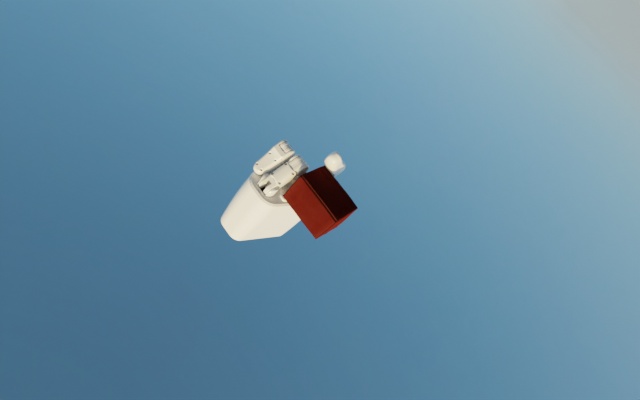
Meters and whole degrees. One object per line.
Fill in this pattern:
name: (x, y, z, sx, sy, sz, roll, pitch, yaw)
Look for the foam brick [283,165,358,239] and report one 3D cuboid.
foam brick: (0.000, 0.002, 0.642, 0.053, 0.078, 0.051, -27, -14, -47)
